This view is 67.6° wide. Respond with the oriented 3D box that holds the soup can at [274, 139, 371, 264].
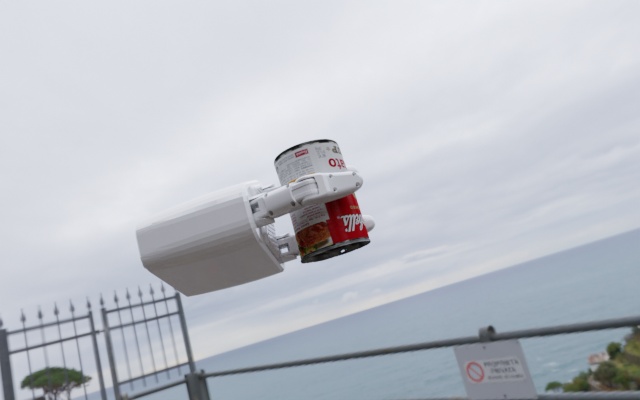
[{"bbox_3d":[0.000,0.001,0.454,0.068,0.102,0.068,-16,-13,-4],"label":"soup can"}]
